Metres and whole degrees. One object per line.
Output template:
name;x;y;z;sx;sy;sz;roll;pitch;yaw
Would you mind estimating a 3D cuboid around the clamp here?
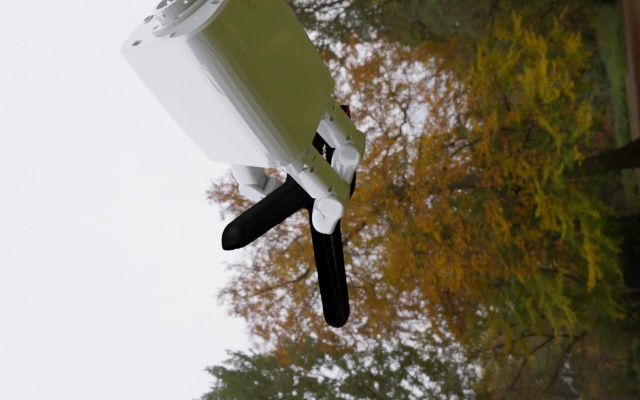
clamp;-0.001;0.001;0.441;0.036;0.209;0.165;-7;-43;32
